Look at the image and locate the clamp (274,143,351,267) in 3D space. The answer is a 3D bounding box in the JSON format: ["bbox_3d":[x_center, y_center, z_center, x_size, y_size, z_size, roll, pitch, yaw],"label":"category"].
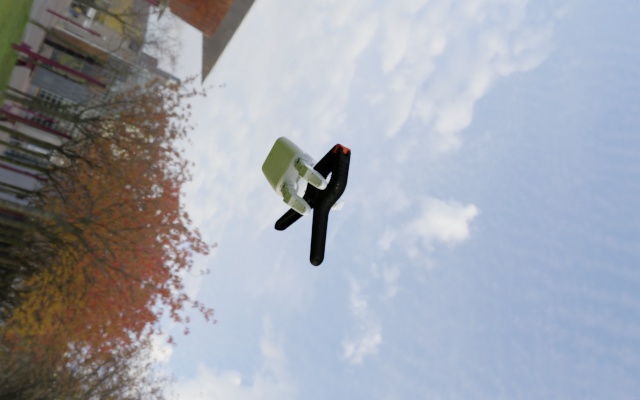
[{"bbox_3d":[0.001,0.002,0.845,0.036,0.210,0.164,21,15,-37],"label":"clamp"}]
